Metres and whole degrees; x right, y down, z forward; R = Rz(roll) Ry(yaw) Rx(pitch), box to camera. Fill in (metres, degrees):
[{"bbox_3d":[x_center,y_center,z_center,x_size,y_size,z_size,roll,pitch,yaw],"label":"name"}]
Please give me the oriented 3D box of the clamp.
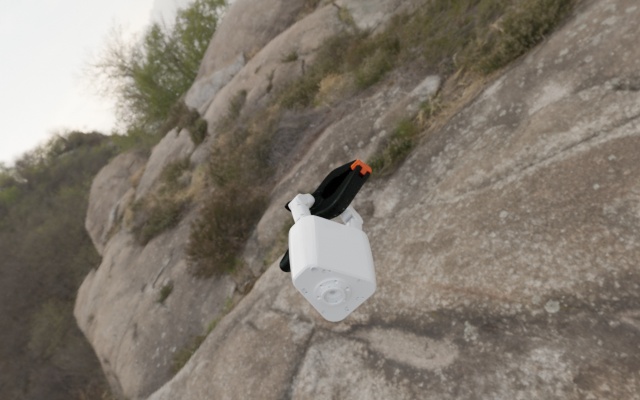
[{"bbox_3d":[0.000,0.002,0.790,0.036,0.210,0.164,32,25,-25],"label":"clamp"}]
